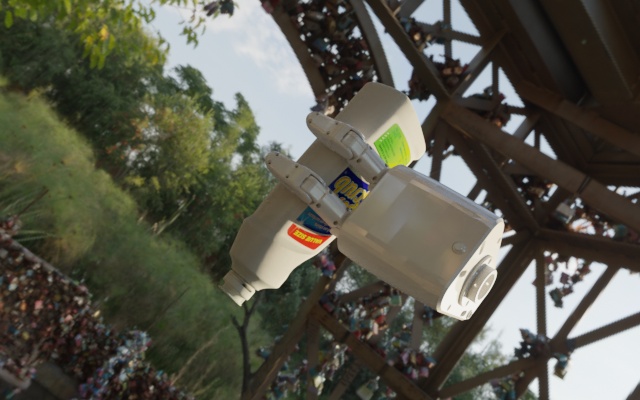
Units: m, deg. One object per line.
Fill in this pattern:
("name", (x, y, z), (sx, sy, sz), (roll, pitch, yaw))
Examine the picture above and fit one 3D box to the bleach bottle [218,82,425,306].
("bleach bottle", (0.000, 0.001, 0.475), (0.068, 0.251, 0.103), (31, -17, 37))
